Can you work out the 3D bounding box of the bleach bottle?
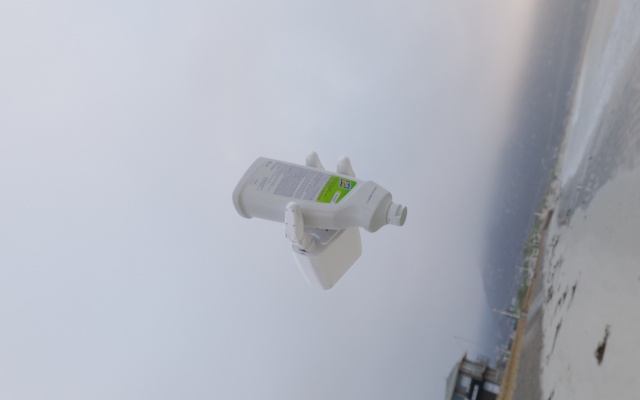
[{"bbox_3d":[0.000,0.002,0.701,0.251,0.102,0.068,13,-34,25],"label":"bleach bottle"}]
